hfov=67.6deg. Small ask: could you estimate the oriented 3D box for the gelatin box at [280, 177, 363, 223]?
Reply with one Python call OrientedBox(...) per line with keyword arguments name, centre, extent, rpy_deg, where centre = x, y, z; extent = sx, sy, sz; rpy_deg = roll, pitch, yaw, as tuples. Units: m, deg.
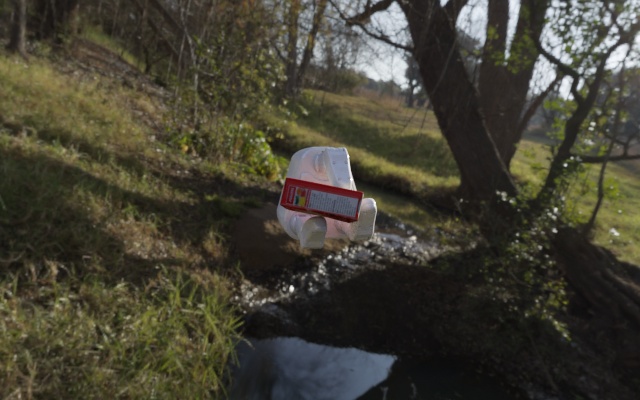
OrientedBox(name="gelatin box", centre=(0.000, 0.001, 0.474), extent=(0.073, 0.030, 0.089), rpy_deg=(12, -4, -1))
